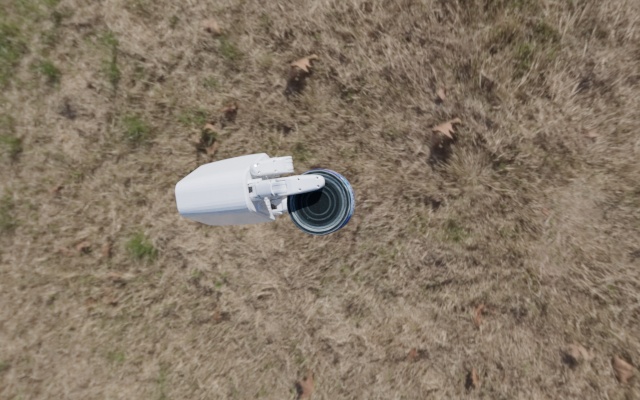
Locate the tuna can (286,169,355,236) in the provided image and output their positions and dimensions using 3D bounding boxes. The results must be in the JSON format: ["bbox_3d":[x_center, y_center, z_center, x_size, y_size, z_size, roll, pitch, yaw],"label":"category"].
[{"bbox_3d":[0.000,0.002,0.616,0.086,0.086,0.034,0,2,12],"label":"tuna can"}]
